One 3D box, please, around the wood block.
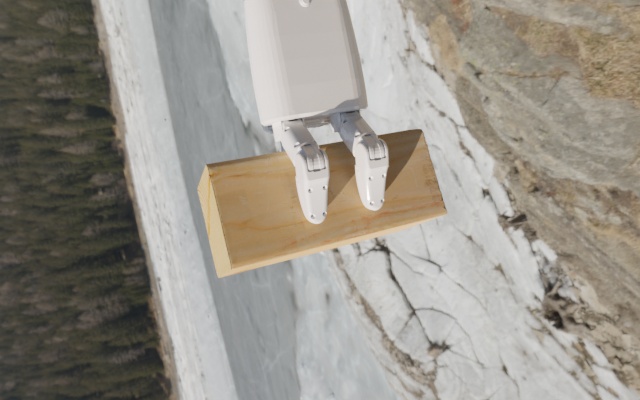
[{"bbox_3d":[0.000,0.001,0.451,0.206,0.090,0.091,-12,-8,-21],"label":"wood block"}]
